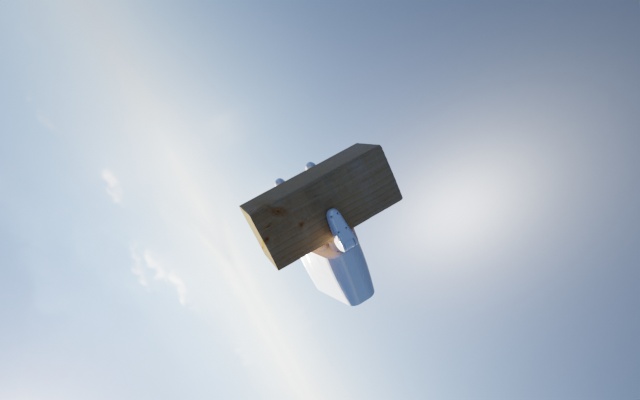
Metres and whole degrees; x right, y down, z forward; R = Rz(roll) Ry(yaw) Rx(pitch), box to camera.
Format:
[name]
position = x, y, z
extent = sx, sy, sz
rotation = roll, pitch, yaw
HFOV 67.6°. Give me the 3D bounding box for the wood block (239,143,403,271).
[wood block]
position = 0.000, 0.003, 0.690
extent = 0.206, 0.090, 0.091
rotation = -29, 17, -13
